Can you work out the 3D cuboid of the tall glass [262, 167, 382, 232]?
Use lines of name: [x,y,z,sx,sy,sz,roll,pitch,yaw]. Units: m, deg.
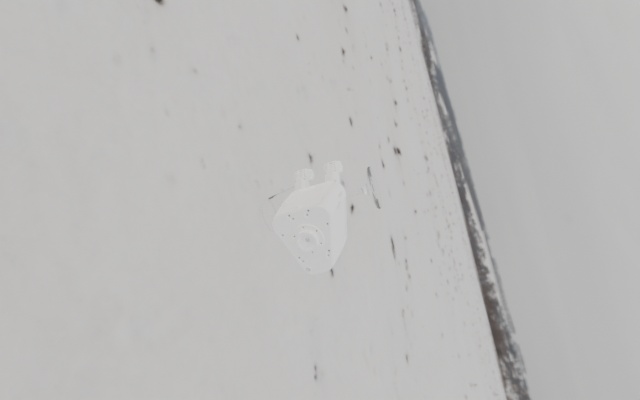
tall glass: [0.001,0.003,0.837,0.201,0.079,0.079,-15,-5,17]
